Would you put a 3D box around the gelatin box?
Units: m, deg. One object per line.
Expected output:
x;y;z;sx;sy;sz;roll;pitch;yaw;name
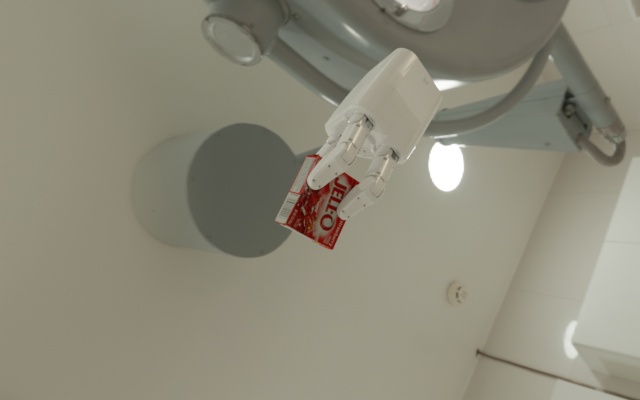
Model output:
0.000;0.002;0.554;0.073;0.089;0.030;31;-10;-32;gelatin box
